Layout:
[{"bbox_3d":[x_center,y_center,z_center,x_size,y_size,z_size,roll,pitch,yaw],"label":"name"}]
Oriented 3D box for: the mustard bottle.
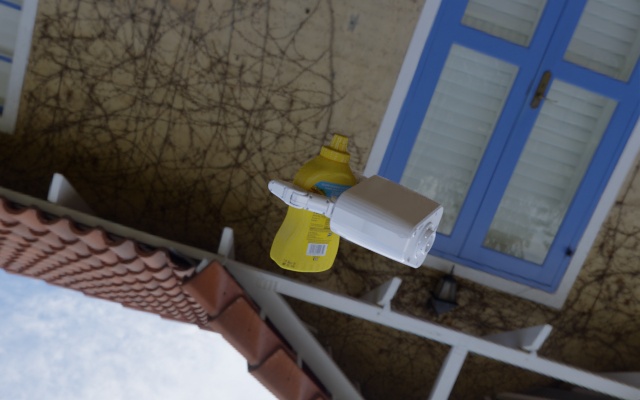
[{"bbox_3d":[0.000,0.002,0.659,0.096,0.192,0.058,8,17,-36],"label":"mustard bottle"}]
